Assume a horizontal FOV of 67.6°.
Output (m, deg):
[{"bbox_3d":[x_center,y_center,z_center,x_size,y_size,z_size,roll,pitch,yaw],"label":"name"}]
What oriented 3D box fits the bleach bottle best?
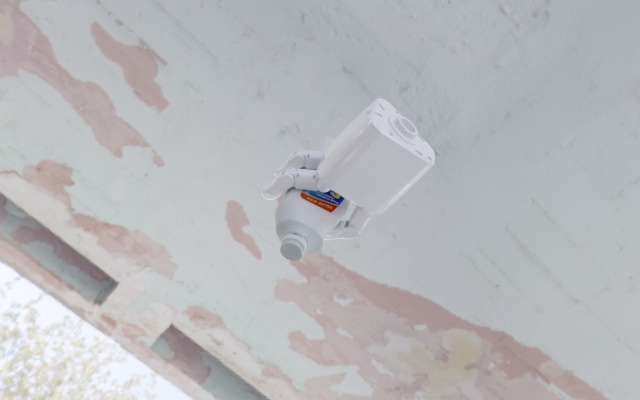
[{"bbox_3d":[0.000,0.002,0.681,0.068,0.102,0.250,-46,11,33],"label":"bleach bottle"}]
